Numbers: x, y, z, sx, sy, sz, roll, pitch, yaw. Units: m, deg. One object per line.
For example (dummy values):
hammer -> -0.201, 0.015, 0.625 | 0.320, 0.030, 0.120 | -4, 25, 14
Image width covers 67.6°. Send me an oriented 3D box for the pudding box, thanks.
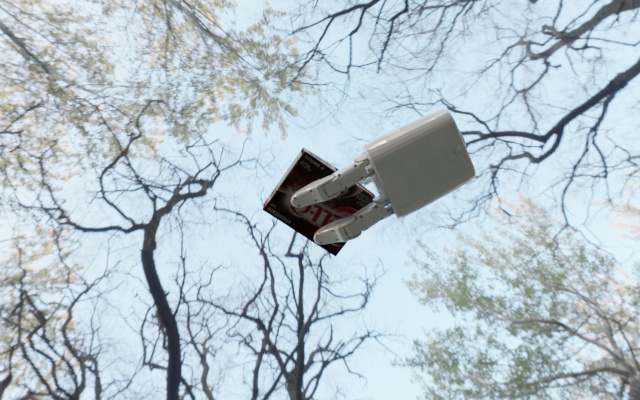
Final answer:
pudding box -> 0.000, 0.002, 0.588 | 0.113, 0.090, 0.039 | 34, 13, -10
